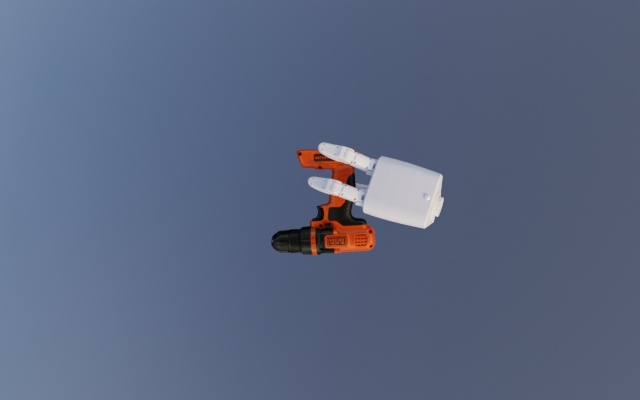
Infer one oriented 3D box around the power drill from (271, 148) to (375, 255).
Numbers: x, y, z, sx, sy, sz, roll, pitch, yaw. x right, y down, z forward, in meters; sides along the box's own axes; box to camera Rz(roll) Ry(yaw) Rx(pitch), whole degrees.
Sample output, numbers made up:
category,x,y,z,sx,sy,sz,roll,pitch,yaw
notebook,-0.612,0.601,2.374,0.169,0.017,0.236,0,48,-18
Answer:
category,x,y,z,sx,sy,sz,roll,pitch,yaw
power drill,0.000,0.002,0.841,0.184,0.187,0.057,-3,7,3
